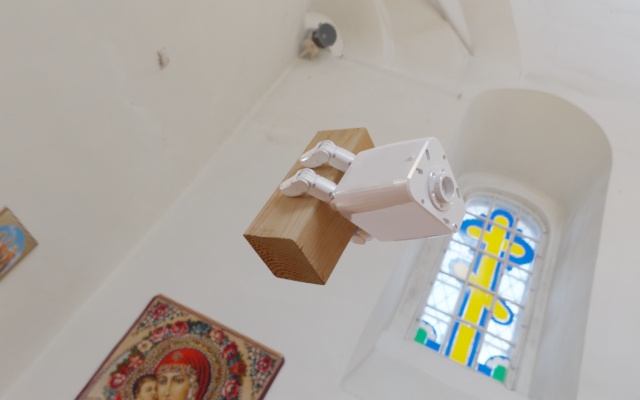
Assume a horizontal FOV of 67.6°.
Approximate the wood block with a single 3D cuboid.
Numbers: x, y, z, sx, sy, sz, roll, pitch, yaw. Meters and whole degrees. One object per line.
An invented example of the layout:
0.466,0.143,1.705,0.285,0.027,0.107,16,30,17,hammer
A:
0.001,0.002,0.650,0.090,0.091,0.206,1,46,39,wood block
